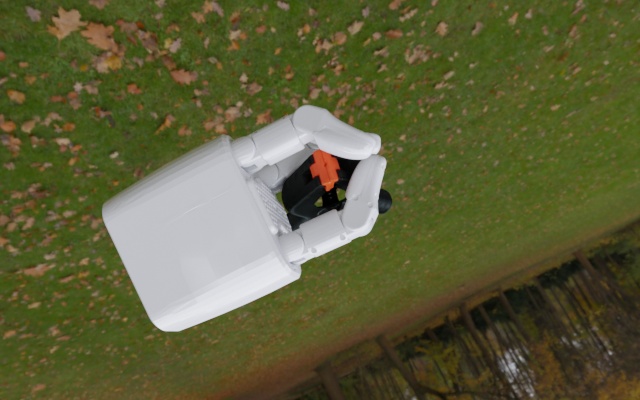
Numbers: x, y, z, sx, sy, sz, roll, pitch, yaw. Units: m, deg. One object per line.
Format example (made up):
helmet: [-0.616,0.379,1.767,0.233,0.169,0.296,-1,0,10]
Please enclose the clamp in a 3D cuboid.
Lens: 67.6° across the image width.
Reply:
clamp: [0.000,0.002,0.421,0.120,0.039,0.171,-26,-20,6]
